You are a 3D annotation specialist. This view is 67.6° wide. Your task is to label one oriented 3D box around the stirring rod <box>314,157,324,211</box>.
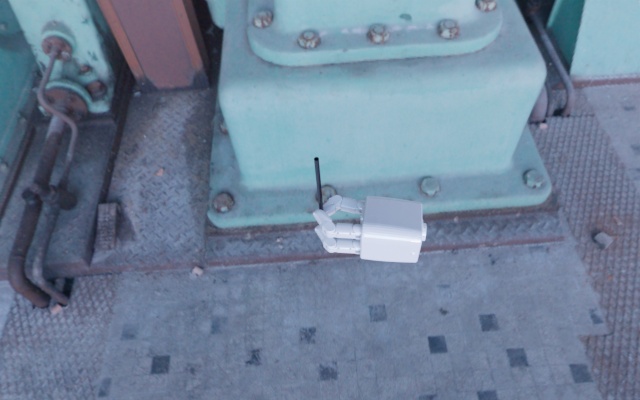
[{"bbox_3d":[0.000,0.003,0.855,0.011,0.011,0.240,0,-35,4],"label":"stirring rod"}]
